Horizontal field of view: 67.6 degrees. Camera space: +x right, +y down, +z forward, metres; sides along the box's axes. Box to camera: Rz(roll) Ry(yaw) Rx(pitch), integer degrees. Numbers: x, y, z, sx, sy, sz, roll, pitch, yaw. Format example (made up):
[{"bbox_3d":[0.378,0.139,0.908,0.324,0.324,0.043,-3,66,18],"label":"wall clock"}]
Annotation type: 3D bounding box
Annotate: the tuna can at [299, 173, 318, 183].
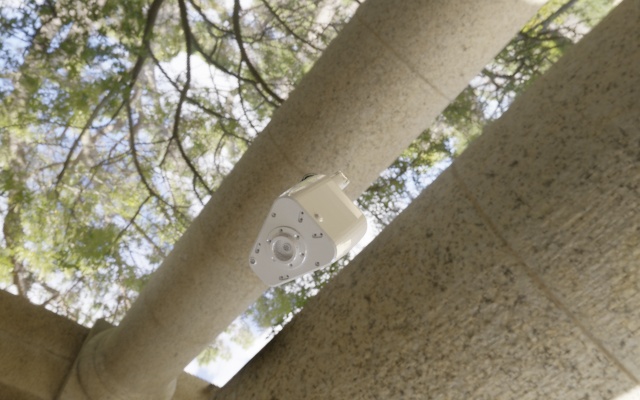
[{"bbox_3d":[0.000,0.003,0.699,0.086,0.086,0.034,0,-41,-52],"label":"tuna can"}]
